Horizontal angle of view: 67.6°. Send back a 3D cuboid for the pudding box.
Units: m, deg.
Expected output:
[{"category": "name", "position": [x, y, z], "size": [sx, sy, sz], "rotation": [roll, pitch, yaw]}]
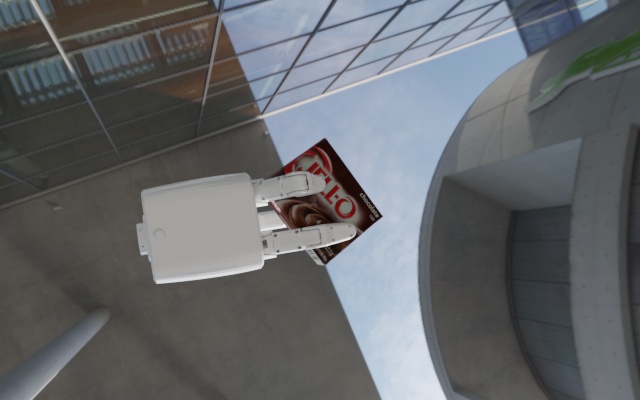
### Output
[{"category": "pudding box", "position": [0.000, 0.002, 0.530], "size": [0.090, 0.113, 0.039], "rotation": [-38, 6, -18]}]
